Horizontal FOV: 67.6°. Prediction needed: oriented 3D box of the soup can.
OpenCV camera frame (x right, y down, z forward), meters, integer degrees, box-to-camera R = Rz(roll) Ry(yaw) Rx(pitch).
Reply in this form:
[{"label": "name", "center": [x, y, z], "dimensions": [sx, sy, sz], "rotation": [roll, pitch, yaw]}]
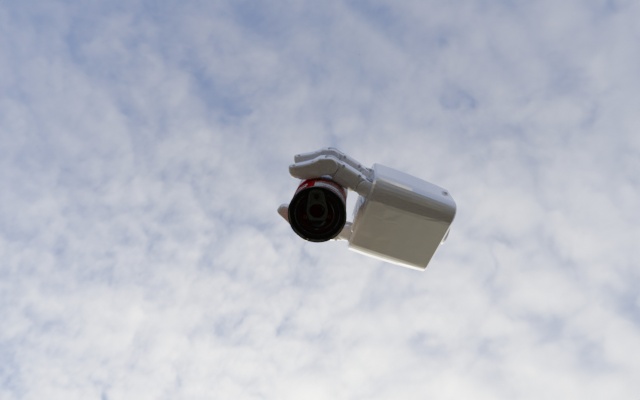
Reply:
[{"label": "soup can", "center": [0.000, 0.002, 0.589], "dimensions": [0.068, 0.068, 0.102], "rotation": [0, 17, 5]}]
